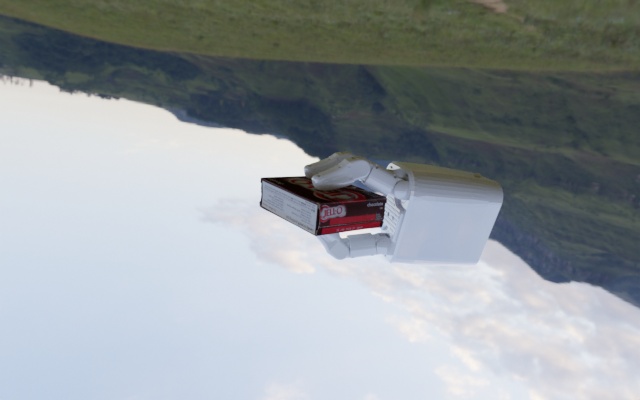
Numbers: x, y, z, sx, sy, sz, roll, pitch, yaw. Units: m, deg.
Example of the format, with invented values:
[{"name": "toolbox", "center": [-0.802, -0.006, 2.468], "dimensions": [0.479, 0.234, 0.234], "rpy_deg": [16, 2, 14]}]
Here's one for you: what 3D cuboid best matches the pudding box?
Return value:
[{"name": "pudding box", "center": [0.000, 0.002, 0.513], "dimensions": [0.090, 0.039, 0.113], "rpy_deg": [-3, 15, -37]}]
